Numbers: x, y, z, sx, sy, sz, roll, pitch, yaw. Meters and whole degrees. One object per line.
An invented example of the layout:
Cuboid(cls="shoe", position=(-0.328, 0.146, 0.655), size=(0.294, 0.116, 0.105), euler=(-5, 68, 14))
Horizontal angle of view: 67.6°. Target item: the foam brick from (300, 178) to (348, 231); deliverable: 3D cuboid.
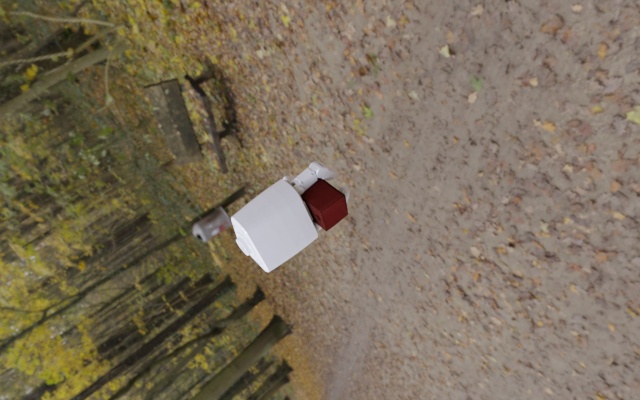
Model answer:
Cuboid(cls="foam brick", position=(0.000, 0.003, 0.789), size=(0.051, 0.053, 0.078), euler=(-37, 51, -19))
